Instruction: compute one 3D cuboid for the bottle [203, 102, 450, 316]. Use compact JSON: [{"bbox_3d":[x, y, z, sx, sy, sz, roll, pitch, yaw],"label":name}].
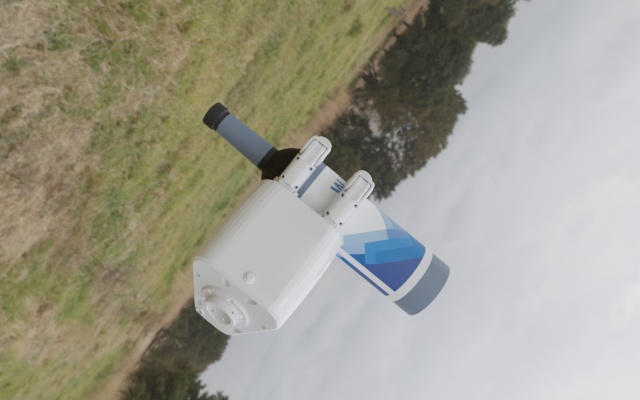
[{"bbox_3d":[0.000,0.002,0.499,0.296,0.069,0.069,39,-1,-1],"label":"bottle"}]
